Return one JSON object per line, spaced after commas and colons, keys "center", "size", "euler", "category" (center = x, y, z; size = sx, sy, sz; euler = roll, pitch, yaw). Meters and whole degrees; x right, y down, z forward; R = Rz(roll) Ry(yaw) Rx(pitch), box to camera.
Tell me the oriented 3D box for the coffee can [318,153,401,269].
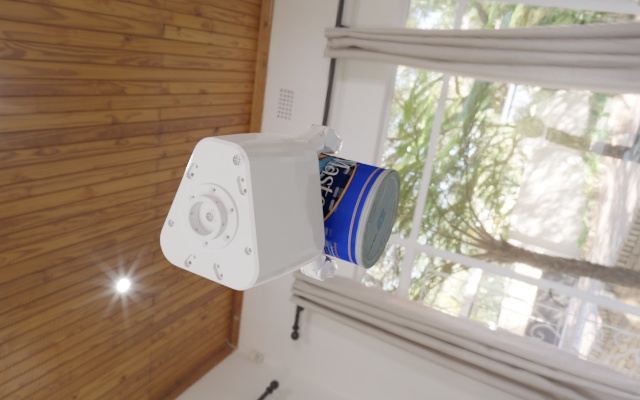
{"center": [0.000, 0.002, 0.501], "size": [0.140, 0.103, 0.103], "euler": [16, 6, 23], "category": "coffee can"}
